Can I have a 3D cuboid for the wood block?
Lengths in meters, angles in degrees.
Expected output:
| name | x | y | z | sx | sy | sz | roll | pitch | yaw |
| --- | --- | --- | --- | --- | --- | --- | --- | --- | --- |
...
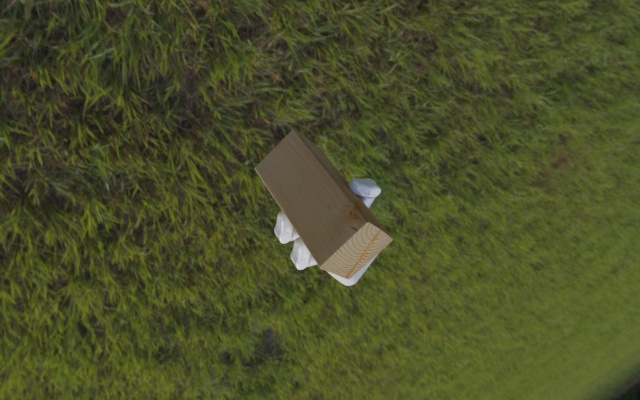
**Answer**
| name | x | y | z | sx | sy | sz | roll | pitch | yaw |
| --- | --- | --- | --- | --- | --- | --- | --- | --- | --- |
| wood block | 0.001 | 0.002 | 0.701 | 0.090 | 0.091 | 0.206 | 33 | 17 | -54 |
